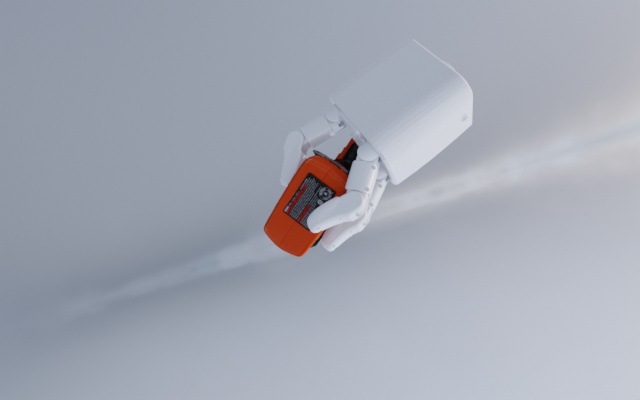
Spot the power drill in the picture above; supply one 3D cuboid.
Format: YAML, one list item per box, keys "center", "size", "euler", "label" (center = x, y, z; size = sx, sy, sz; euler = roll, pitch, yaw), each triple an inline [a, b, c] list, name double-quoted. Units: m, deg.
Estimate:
- center: [0.000, 0.002, 0.566]
  size: [0.057, 0.184, 0.187]
  euler: [34, 18, 6]
  label: "power drill"
